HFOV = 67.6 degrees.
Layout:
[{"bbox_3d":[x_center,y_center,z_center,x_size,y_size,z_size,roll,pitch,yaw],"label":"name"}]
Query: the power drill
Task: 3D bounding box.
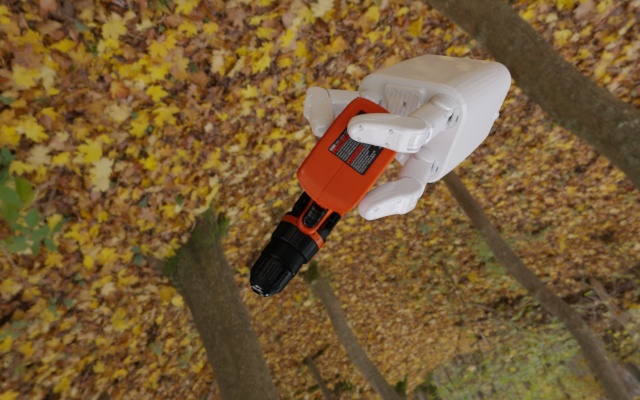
[{"bbox_3d":[0.000,0.001,0.453,0.057,0.184,0.188,35,-23,1],"label":"power drill"}]
